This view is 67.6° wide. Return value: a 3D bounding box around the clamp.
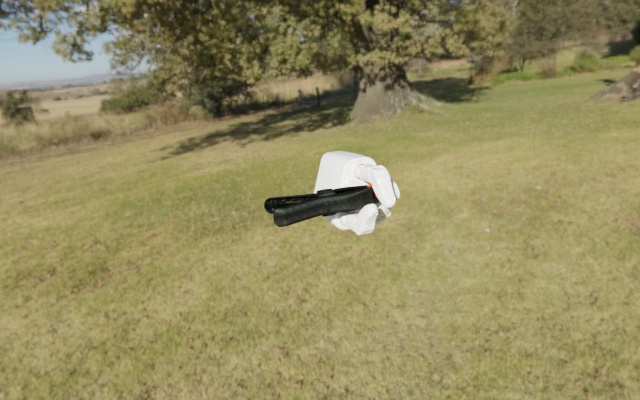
[{"bbox_3d":[0.000,0.002,0.685,0.171,0.039,0.120,-9,16,-21],"label":"clamp"}]
